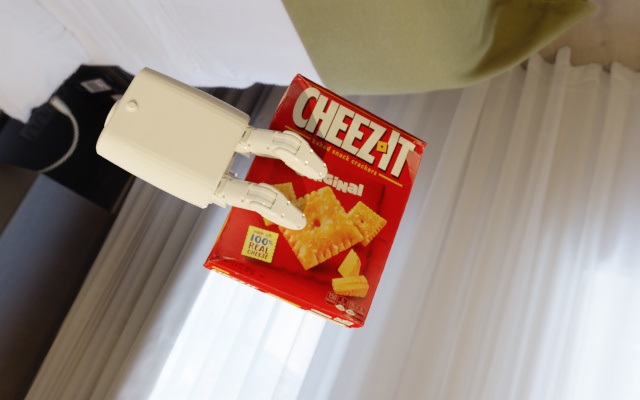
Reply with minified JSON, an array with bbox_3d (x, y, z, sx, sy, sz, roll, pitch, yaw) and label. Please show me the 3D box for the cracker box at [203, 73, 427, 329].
[{"bbox_3d":[0.000,0.002,0.495,0.164,0.213,0.072,26,-18,-12],"label":"cracker box"}]
